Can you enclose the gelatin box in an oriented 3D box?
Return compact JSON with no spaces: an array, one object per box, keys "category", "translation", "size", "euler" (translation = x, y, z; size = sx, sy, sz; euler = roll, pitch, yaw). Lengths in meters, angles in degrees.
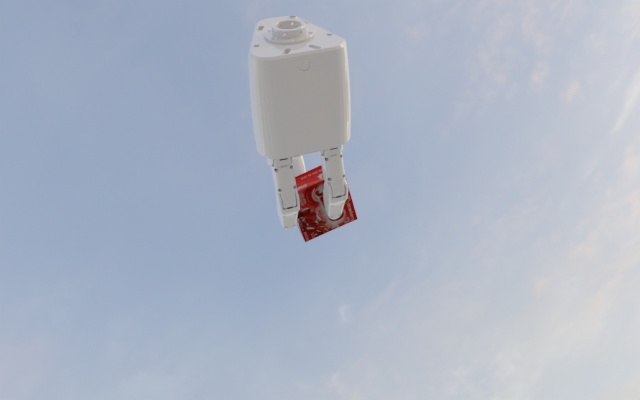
[{"category":"gelatin box","translation":[0.000,0.002,0.574],"size":[0.073,0.089,0.030],"euler":[-24,47,-5]}]
